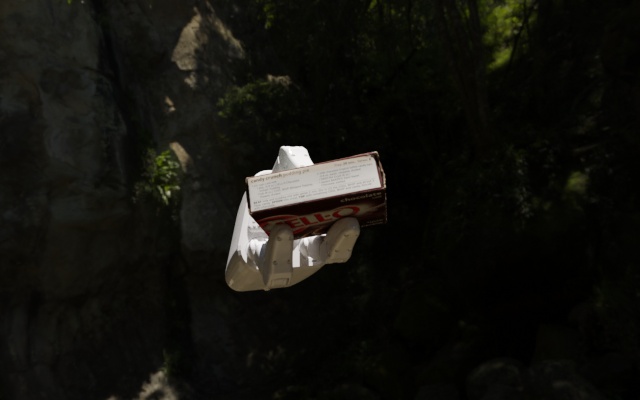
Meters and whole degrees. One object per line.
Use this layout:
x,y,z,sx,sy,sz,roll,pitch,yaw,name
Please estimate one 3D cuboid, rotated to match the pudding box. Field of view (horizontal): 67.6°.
0.000,0.001,0.419,0.113,0.039,0.090,-13,-20,4,pudding box
